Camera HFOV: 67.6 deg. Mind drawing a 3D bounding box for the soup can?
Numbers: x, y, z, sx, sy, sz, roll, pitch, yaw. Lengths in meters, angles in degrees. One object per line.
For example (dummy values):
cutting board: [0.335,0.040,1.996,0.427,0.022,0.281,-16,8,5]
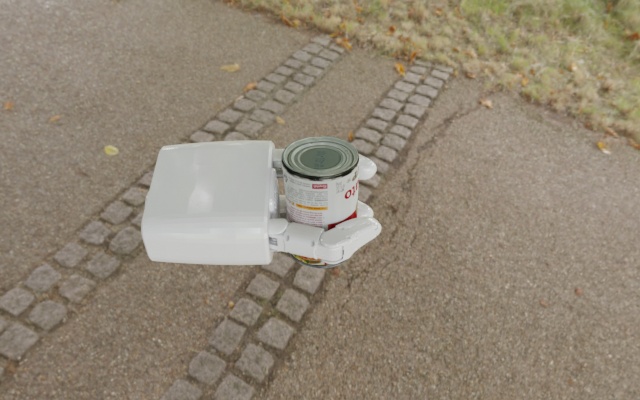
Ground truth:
soup can: [0.001,0.001,0.432,0.068,0.102,0.068,0,37,0]
